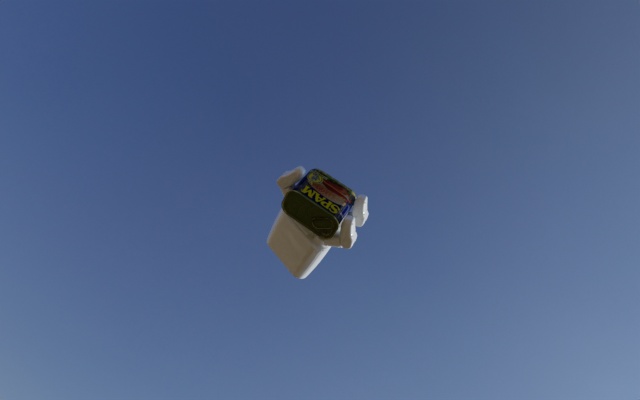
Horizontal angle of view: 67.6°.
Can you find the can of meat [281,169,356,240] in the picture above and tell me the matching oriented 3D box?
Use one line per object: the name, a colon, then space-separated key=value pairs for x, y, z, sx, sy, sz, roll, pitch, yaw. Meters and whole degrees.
can of meat: x=0.000 y=0.002 z=0.800 sx=0.102 sy=0.057 sz=0.084 roll=34 pitch=44 yaw=5
